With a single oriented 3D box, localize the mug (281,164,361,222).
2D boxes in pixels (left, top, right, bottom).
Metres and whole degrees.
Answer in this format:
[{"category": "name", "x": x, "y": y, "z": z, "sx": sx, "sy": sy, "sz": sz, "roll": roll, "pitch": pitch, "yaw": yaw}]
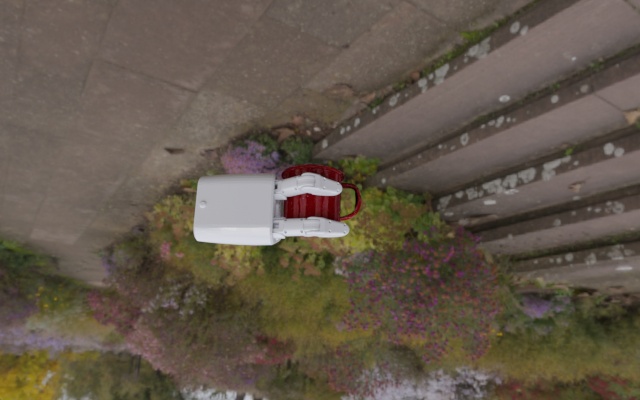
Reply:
[{"category": "mug", "x": 0.002, "y": 0.002, "z": 0.688, "sx": 0.117, "sy": 0.081, "sz": 0.093, "roll": 0, "pitch": -17, "yaw": 3}]
